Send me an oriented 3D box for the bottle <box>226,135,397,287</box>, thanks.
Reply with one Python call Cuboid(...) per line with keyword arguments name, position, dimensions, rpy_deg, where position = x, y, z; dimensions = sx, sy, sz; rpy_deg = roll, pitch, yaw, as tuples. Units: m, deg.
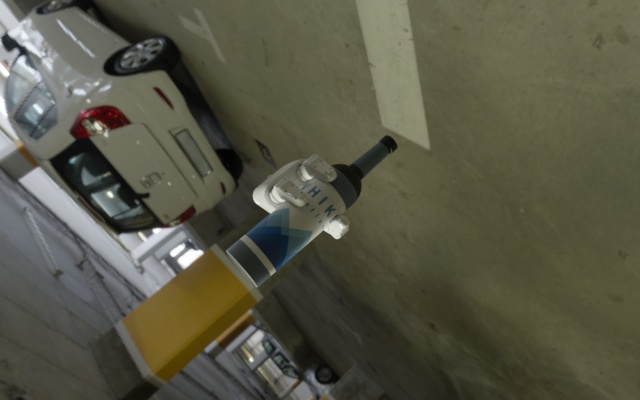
Cuboid(name="bottle", position=(0.000, 0.002, 0.690), dimensions=(0.295, 0.069, 0.069), rpy_deg=(-40, 13, -16))
